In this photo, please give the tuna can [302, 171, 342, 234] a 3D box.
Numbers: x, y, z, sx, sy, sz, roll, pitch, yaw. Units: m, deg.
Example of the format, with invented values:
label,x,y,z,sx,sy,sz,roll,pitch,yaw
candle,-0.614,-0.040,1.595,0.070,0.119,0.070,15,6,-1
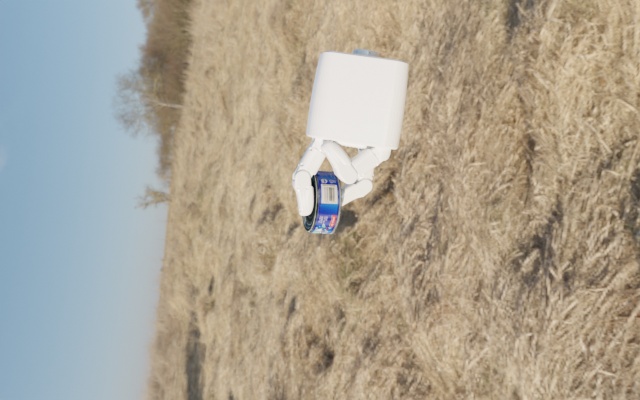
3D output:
label,x,y,z,sx,sy,sz,roll,pitch,yaw
tuna can,0.000,0.002,0.646,0.034,0.086,0.086,3,-1,-15
